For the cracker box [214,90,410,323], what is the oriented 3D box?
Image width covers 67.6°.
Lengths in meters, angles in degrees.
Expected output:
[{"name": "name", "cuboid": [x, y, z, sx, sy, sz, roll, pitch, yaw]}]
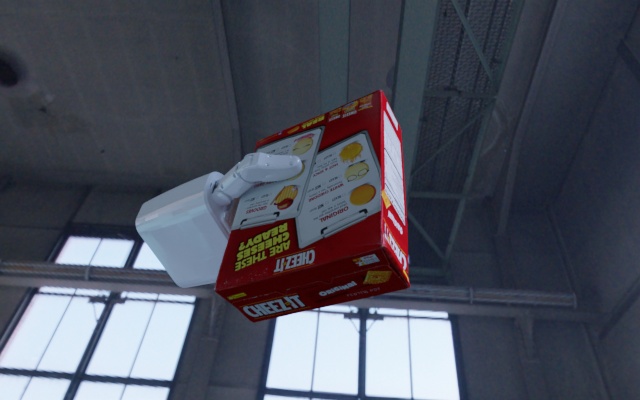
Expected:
[{"name": "cracker box", "cuboid": [0.000, 0.001, 0.479, 0.164, 0.213, 0.072, -18, -49, 24]}]
